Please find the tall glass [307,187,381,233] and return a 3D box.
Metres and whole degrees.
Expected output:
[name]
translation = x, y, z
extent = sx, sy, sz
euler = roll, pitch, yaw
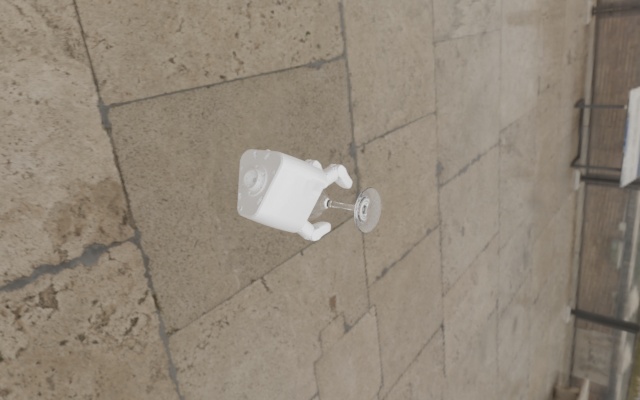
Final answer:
[tall glass]
translation = 0.001, 0.003, 0.824
extent = 0.201, 0.079, 0.079
euler = 9, 6, 39
